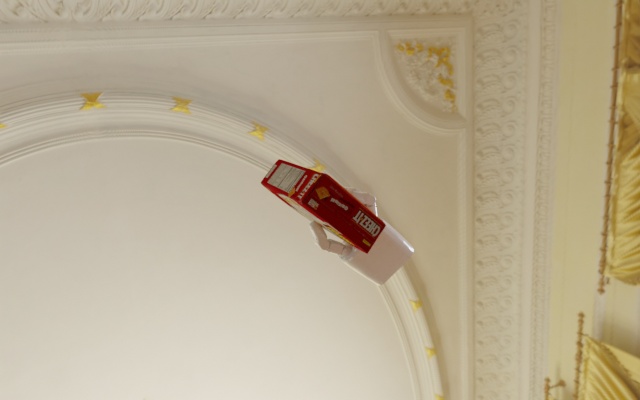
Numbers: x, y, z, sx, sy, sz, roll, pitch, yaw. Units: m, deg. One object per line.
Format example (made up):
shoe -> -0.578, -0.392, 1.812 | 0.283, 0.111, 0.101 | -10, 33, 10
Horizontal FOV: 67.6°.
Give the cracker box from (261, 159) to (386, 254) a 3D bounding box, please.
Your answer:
cracker box -> 0.000, 0.003, 0.891 | 0.164, 0.072, 0.213 | 38, -7, -27
